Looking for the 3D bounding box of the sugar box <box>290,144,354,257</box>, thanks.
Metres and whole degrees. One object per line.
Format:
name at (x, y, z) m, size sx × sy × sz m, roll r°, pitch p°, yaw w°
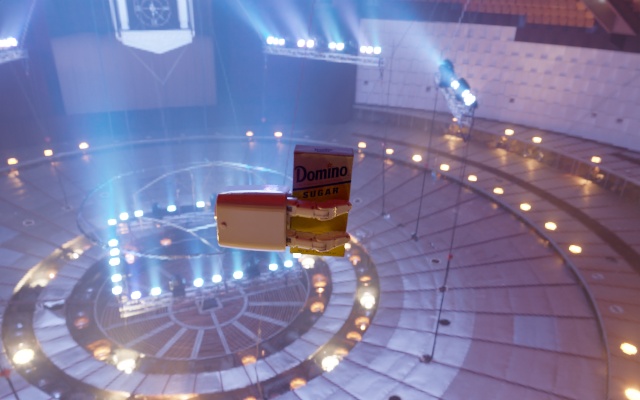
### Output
sugar box at (0.000, 0.003, 0.761) m, size 0.093 × 0.176 × 0.048 m, roll 3°, pitch 26°, yaw 0°
